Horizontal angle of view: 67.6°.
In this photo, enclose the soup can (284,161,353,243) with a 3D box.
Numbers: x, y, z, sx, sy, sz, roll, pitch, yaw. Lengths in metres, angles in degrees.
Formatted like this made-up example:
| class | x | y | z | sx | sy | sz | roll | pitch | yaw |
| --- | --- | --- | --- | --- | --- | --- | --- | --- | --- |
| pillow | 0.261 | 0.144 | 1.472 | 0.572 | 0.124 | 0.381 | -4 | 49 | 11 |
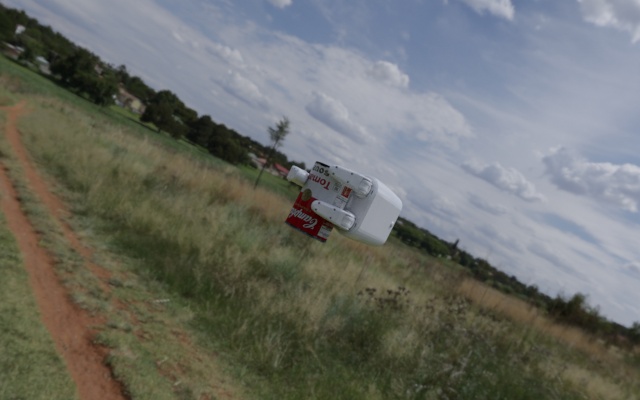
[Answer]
| class | x | y | z | sx | sy | sz | roll | pitch | yaw |
| --- | --- | --- | --- | --- | --- | --- | --- | --- | --- |
| soup can | 0.000 | 0.002 | 0.697 | 0.068 | 0.102 | 0.068 | 27 | 0 | 0 |
